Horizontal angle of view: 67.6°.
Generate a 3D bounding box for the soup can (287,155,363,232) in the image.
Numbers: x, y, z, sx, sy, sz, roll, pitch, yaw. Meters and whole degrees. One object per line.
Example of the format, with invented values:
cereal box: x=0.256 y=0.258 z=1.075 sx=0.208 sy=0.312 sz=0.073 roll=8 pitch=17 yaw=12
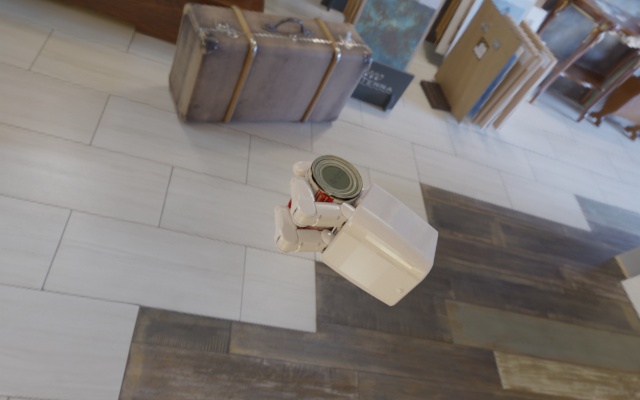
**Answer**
soup can: x=0.000 y=0.001 z=0.584 sx=0.068 sy=0.068 sz=0.102 roll=0 pitch=-36 yaw=-29
